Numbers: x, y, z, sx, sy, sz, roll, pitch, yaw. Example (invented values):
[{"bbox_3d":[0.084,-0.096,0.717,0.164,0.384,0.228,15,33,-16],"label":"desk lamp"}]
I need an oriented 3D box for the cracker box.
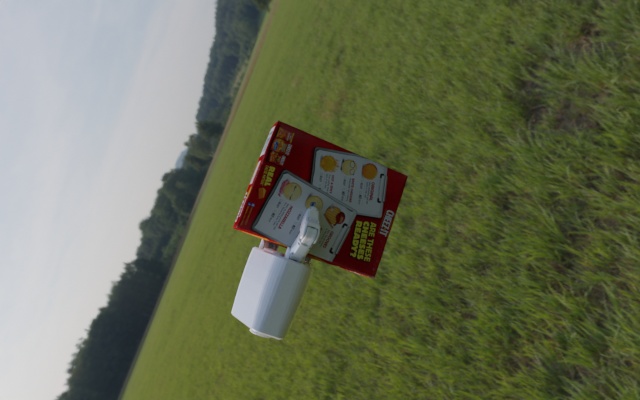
[{"bbox_3d":[0.000,0.002,0.708,0.214,0.164,0.072,22,-8,-13],"label":"cracker box"}]
